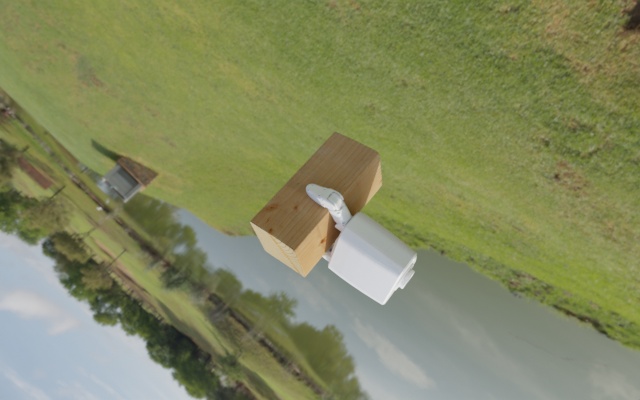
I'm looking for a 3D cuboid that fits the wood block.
[{"bbox_3d":[0.000,0.003,0.750,0.090,0.206,0.091,30,-24,27],"label":"wood block"}]
